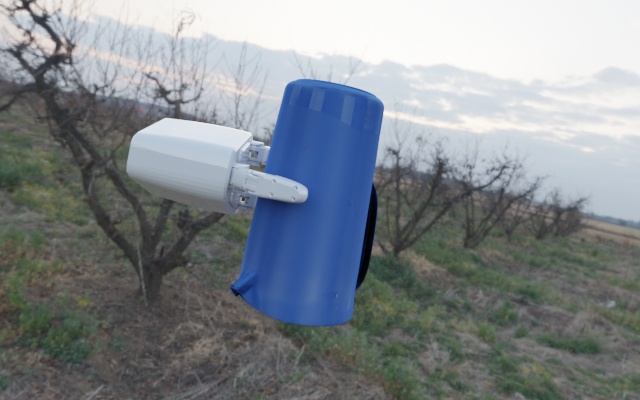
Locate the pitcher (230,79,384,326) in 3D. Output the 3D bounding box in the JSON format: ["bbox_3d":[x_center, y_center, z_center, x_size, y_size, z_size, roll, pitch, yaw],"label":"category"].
[{"bbox_3d":[0.000,0.002,0.524,0.145,0.243,0.149,12,5,2],"label":"pitcher"}]
